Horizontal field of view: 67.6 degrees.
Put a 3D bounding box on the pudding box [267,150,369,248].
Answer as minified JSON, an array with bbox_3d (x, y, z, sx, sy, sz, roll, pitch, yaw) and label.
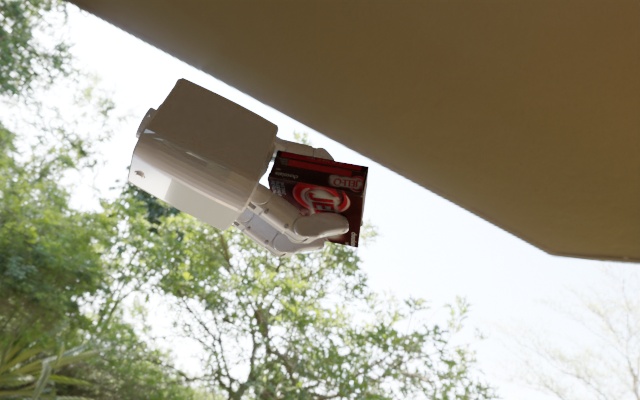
[{"bbox_3d":[0.000,0.001,0.481,0.090,0.039,0.114,12,-28,9],"label":"pudding box"}]
